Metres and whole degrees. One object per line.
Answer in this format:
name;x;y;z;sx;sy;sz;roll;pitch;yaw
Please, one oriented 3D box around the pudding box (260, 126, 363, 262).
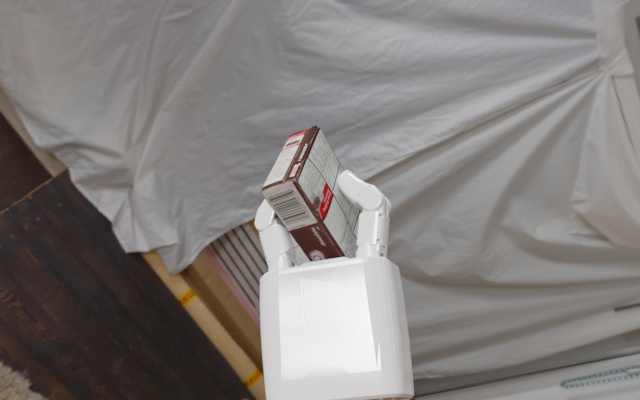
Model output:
pudding box;0.000;0.001;0.444;0.039;0.113;0.090;-15;33;26
